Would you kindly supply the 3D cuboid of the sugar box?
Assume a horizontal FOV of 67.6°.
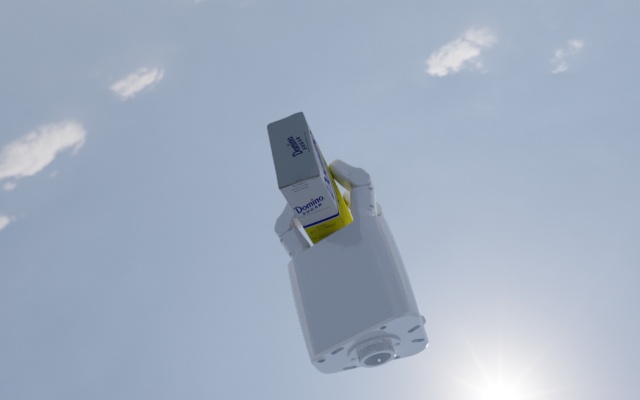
[{"bbox_3d":[0.001,0.002,0.507,0.048,0.093,0.176,-19,-41,5],"label":"sugar box"}]
